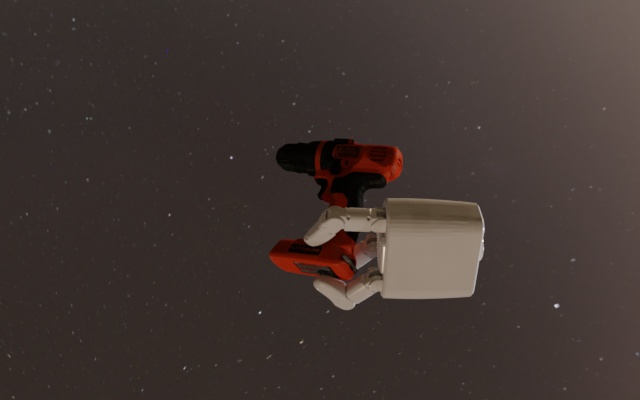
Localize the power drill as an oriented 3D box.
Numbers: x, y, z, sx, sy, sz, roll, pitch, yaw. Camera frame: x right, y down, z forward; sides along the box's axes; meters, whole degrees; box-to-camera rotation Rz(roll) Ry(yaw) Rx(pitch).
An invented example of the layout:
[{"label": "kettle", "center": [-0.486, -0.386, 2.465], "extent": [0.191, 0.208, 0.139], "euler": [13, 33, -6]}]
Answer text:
[{"label": "power drill", "center": [0.000, 0.002, 0.621], "extent": [0.184, 0.187, 0.057], "euler": [5, -27, 28]}]
